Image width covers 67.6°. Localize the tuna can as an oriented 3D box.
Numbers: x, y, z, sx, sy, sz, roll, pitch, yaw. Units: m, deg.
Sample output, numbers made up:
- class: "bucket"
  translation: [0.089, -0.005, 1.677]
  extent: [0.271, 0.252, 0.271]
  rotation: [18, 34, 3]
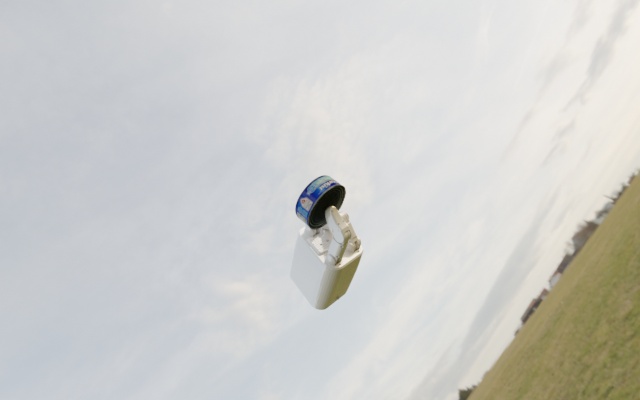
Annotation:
- class: "tuna can"
  translation: [0.000, 0.002, 0.766]
  extent: [0.033, 0.086, 0.086]
  rotation: [38, 19, 26]
